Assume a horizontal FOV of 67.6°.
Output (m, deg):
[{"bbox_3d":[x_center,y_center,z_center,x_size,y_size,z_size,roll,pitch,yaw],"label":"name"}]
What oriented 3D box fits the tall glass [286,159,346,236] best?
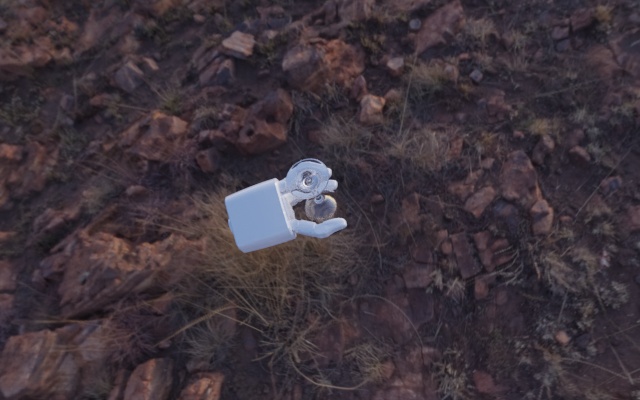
[{"bbox_3d":[0.000,0.003,0.878,0.079,0.079,0.201,0,-23,14],"label":"tall glass"}]
